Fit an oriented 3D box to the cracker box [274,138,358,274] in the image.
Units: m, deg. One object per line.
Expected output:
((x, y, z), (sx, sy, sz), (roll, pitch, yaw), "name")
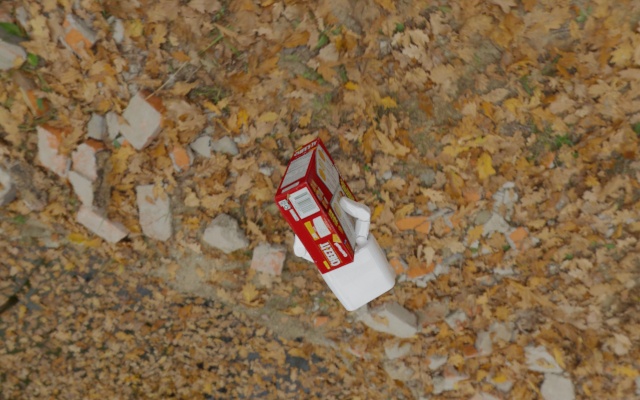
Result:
((0.000, 0.003, 0.858), (0.072, 0.164, 0.213), (-25, 21, 17), "cracker box")
